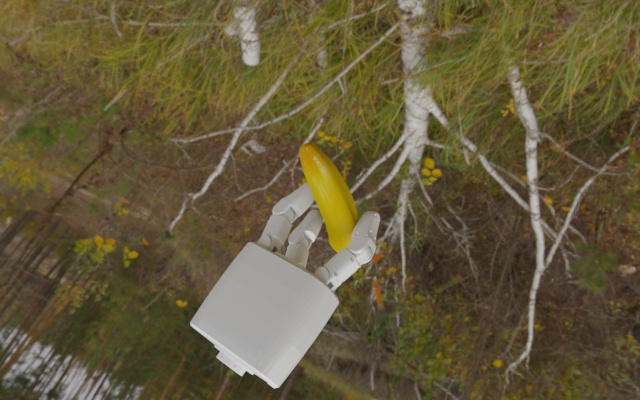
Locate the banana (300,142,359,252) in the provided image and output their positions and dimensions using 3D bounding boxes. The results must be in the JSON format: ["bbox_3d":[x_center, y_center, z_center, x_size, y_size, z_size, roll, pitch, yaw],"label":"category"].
[{"bbox_3d":[0.014,0.014,0.531,0.069,0.037,0.198,38,-19,25],"label":"banana"}]
